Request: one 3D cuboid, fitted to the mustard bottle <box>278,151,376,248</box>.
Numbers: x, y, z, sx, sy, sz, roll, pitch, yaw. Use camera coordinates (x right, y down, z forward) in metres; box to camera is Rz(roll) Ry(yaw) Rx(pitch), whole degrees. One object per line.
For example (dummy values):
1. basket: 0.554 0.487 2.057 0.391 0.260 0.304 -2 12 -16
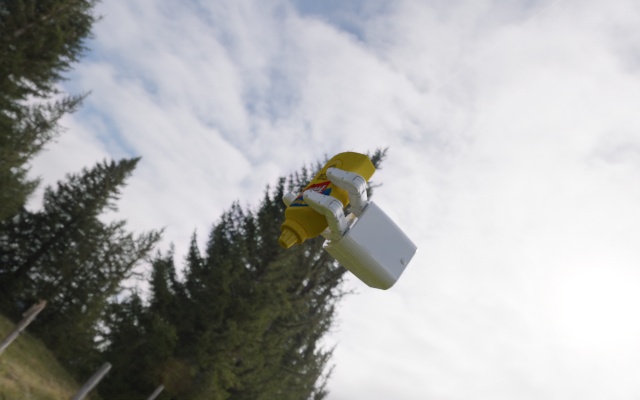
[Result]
1. mustard bottle: 0.000 0.002 0.742 0.096 0.058 0.191 -1 40 49
